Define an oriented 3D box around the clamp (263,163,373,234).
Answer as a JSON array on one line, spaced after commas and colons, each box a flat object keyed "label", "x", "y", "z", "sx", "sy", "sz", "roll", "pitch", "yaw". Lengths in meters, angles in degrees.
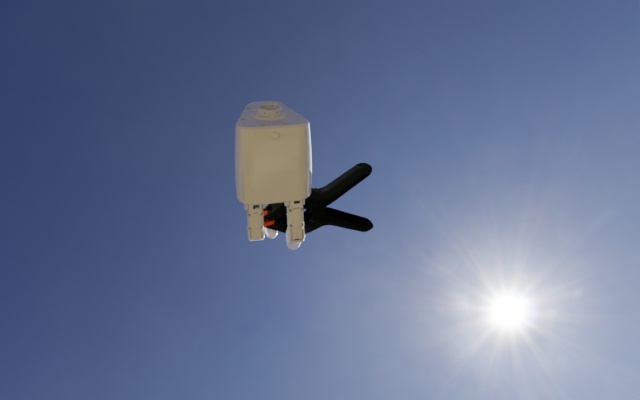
[{"label": "clamp", "x": 0.000, "y": 0.002, "z": 0.687, "sx": 0.171, "sy": 0.120, "sz": 0.039, "roll": -6, "pitch": 32, "yaw": -14}]
